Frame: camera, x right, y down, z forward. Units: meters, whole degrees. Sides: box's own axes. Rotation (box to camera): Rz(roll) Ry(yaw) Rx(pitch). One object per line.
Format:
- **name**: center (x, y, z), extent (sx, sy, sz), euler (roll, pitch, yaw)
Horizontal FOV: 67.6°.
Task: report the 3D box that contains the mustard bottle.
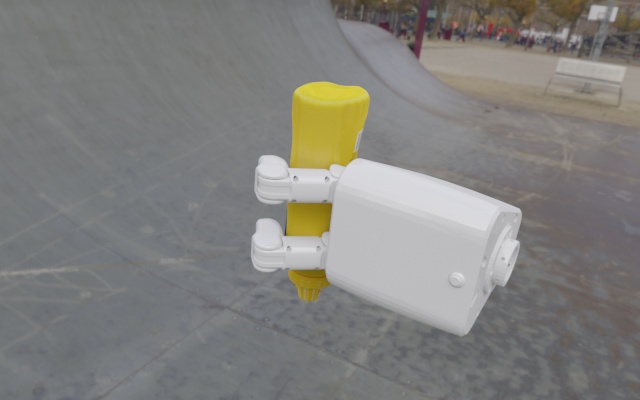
- **mustard bottle**: center (0.000, 0.001, 0.408), extent (0.058, 0.192, 0.096), euler (10, 22, 8)
